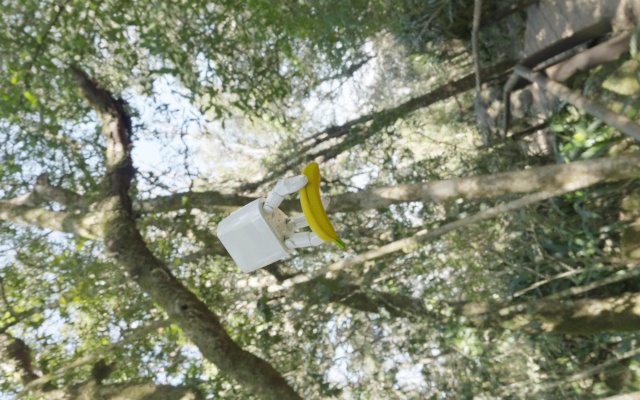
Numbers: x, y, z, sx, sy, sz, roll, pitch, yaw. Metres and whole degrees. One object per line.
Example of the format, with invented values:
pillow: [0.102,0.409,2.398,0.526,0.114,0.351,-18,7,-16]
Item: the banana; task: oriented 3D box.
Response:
banana: [-0.009,-0.001,0.860,0.037,0.197,0.070,-31,-36,21]
